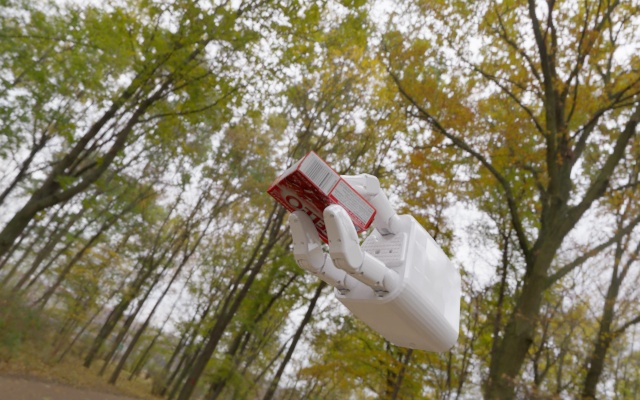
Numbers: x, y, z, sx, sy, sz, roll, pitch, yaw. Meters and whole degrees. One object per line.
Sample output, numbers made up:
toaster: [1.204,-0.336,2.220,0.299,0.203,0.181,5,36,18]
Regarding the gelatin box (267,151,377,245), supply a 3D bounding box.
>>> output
gelatin box: [0.000,0.001,0.467,0.089,0.030,0.073,42,-30,-12]
